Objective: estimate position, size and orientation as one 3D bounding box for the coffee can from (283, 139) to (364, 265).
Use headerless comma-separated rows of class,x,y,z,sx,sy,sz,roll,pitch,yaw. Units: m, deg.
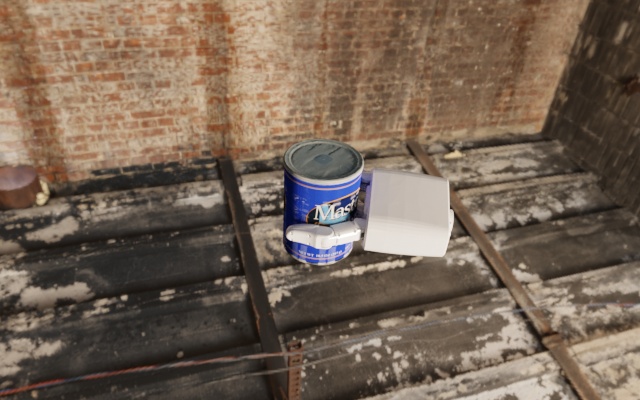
coffee can,0.000,0.002,0.648,0.103,0.140,0.102,3,36,-2
